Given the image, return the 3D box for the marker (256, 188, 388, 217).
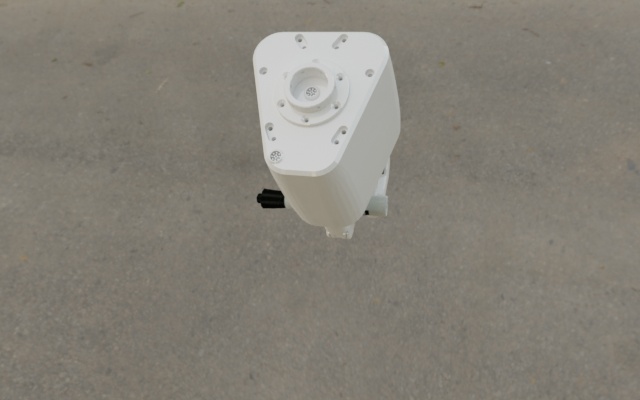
[{"bbox_3d":[0.000,0.001,0.435,0.121,0.020,0.020,4,1,13],"label":"marker"}]
